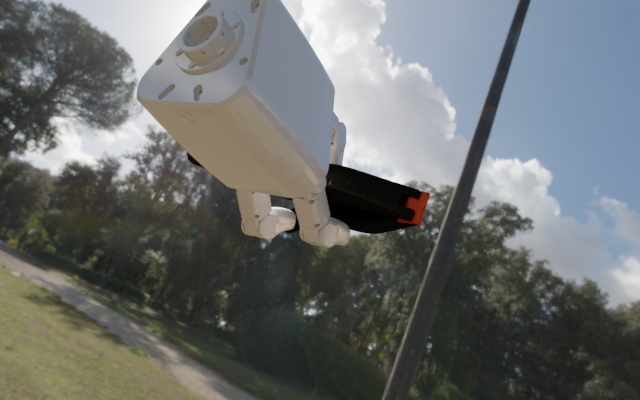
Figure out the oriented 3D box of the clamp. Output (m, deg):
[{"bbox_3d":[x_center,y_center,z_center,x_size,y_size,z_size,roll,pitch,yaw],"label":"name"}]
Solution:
[{"bbox_3d":[0.001,0.001,0.438,0.210,0.036,0.165,9,-22,30],"label":"clamp"}]
